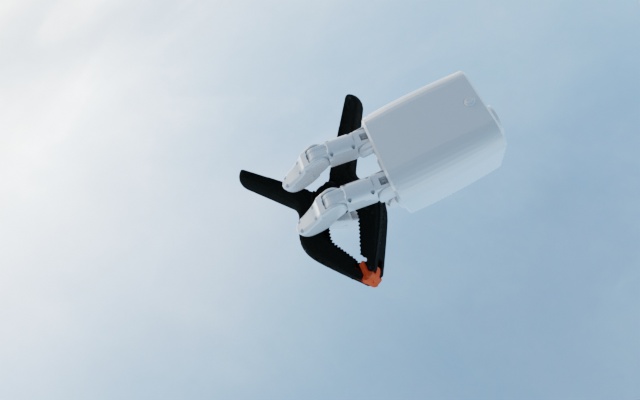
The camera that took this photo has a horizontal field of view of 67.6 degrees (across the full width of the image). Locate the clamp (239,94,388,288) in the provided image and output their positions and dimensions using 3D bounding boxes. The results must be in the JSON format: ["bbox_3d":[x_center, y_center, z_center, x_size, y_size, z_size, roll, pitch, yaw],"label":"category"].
[{"bbox_3d":[0.001,0.002,0.496,0.164,0.209,0.036,-29,-33,14],"label":"clamp"}]
